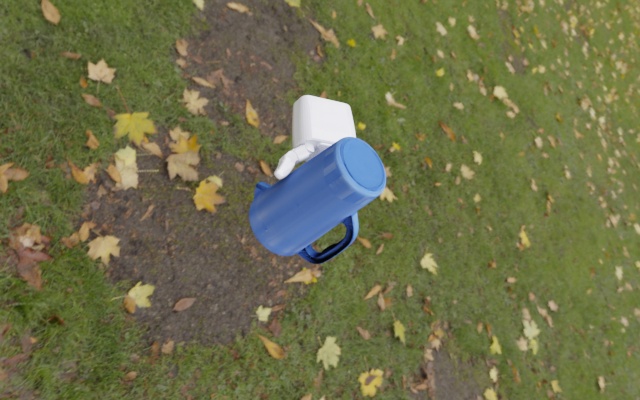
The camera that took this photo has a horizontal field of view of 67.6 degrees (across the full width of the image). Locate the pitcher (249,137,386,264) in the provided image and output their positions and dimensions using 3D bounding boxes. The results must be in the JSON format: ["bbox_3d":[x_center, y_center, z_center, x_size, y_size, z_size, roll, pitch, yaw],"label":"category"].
[{"bbox_3d":[0.000,0.003,0.822,0.149,0.145,0.243,21,-37,-33],"label":"pitcher"}]
